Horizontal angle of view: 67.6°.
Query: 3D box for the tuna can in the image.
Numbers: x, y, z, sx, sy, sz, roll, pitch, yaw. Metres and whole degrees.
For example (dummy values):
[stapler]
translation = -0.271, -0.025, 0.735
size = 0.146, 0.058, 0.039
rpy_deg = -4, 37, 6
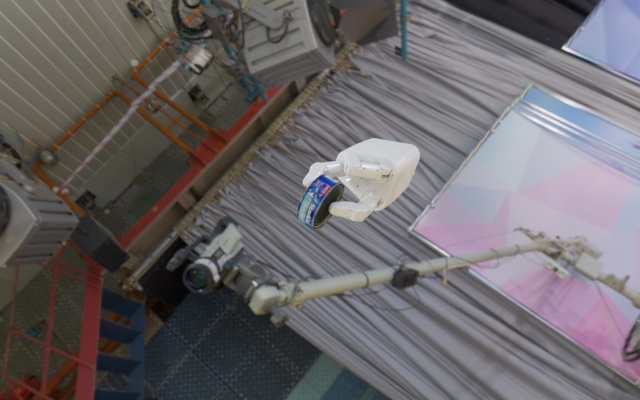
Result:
[tuna can]
translation = 0.000, 0.002, 0.748
size = 0.033, 0.086, 0.086
rpy_deg = 31, 10, 18
